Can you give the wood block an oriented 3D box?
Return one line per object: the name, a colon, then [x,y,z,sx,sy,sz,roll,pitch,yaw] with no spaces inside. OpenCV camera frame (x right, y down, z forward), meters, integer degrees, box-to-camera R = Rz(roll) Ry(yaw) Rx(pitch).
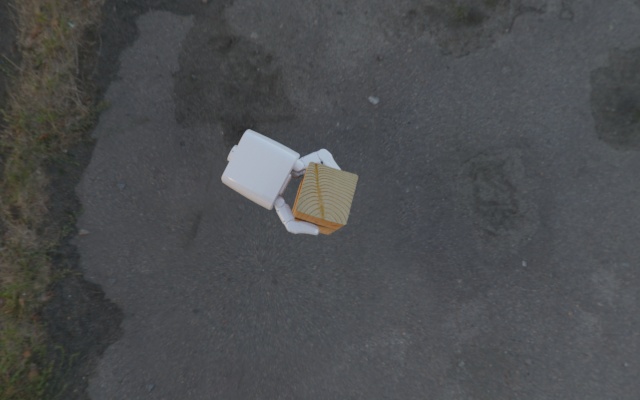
wood block: [0.000,0.003,0.898,0.090,0.091,0.206,16,-10,-4]
